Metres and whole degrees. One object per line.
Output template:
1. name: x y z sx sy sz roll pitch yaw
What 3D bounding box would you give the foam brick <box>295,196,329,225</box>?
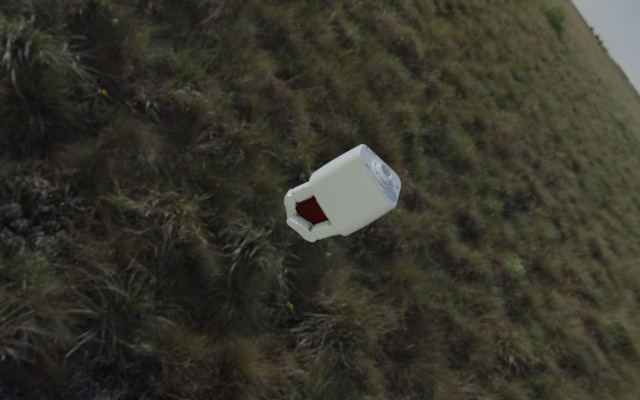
1. foam brick: 0.000 0.003 0.838 0.051 0.053 0.078 -29 20 31
